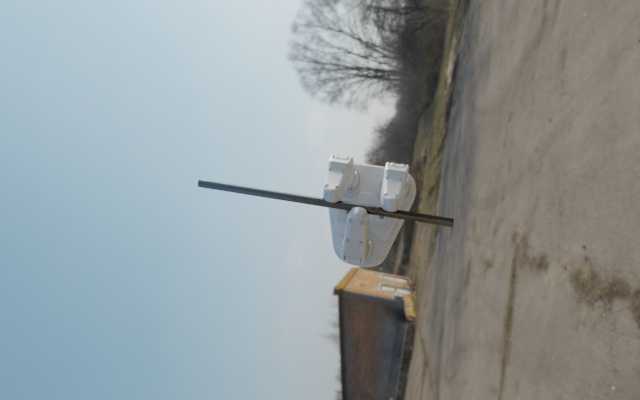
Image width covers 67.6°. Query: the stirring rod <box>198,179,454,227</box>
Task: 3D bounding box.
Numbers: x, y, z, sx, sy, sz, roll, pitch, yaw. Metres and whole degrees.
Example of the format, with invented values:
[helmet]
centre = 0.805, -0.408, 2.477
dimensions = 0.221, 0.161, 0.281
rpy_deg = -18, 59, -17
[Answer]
[stirring rod]
centre = 0.000, 0.002, 0.442
dimensions = 0.239, 0.011, 0.011
rpy_deg = 9, 1, 10
